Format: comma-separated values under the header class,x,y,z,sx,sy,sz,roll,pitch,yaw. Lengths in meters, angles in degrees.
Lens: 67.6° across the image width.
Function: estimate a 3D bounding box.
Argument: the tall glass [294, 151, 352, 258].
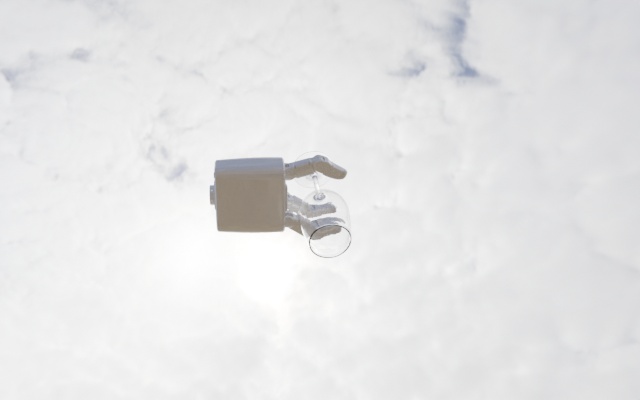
class,x,y,z,sx,sy,sz,roll,pitch,yaw
tall glass,0.000,0.002,0.754,0.079,0.079,0.201,0,34,-10
